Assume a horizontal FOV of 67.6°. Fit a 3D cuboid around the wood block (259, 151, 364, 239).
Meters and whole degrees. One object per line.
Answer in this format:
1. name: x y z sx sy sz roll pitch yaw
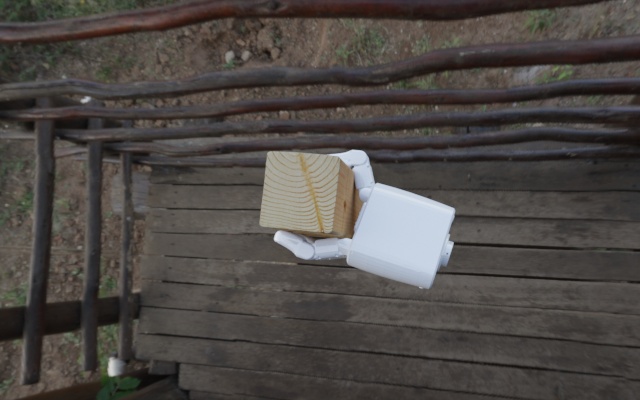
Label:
1. wood block: 0.000 0.002 0.642 0.090 0.091 0.206 5 -6 14
